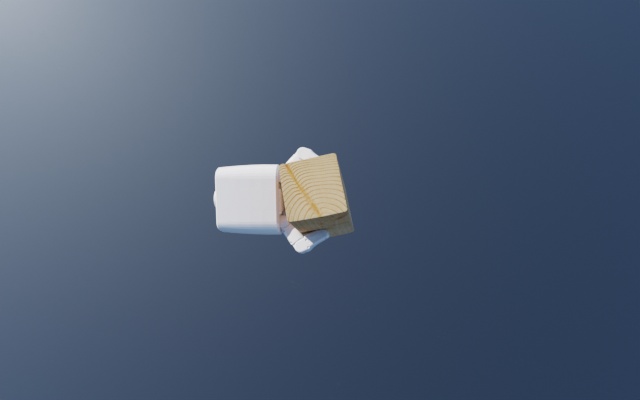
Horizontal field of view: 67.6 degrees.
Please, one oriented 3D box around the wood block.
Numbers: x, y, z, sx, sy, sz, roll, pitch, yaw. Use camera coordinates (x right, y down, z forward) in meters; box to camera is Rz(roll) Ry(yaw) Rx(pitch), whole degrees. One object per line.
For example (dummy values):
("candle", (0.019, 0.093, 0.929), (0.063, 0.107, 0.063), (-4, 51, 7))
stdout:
("wood block", (0.000, 0.003, 0.789), (0.090, 0.090, 0.206), (-11, -13, 4))
